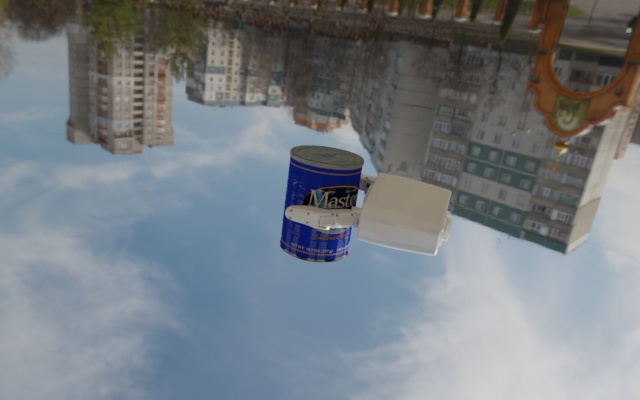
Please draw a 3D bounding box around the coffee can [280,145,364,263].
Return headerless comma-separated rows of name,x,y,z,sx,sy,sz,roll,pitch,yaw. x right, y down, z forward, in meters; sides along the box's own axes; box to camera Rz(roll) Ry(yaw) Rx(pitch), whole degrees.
coffee can,0.000,0.002,0.677,0.103,0.140,0.102,7,19,-3
